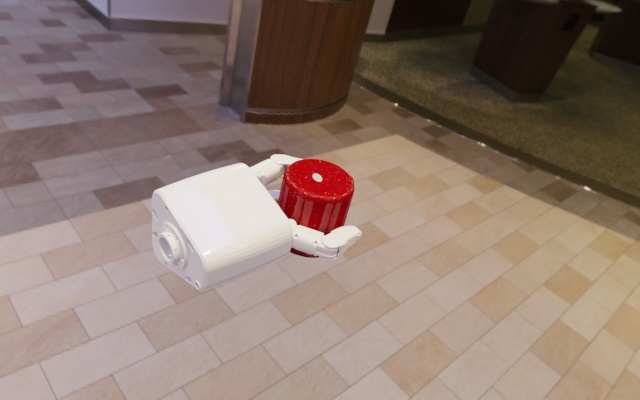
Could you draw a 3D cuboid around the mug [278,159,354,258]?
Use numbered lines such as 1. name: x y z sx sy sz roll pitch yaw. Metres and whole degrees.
1. mug: 0.001 0.001 0.563 0.117 0.082 0.093 -23 50 -41
